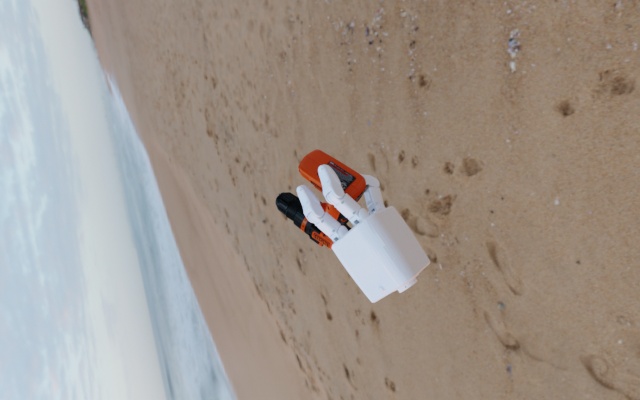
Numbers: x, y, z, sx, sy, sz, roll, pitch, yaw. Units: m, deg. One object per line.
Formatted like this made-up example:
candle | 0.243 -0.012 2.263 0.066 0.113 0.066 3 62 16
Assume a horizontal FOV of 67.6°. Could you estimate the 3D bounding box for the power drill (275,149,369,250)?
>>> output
power drill | 0.000 0.003 0.794 0.184 0.057 0.188 32 -30 17
